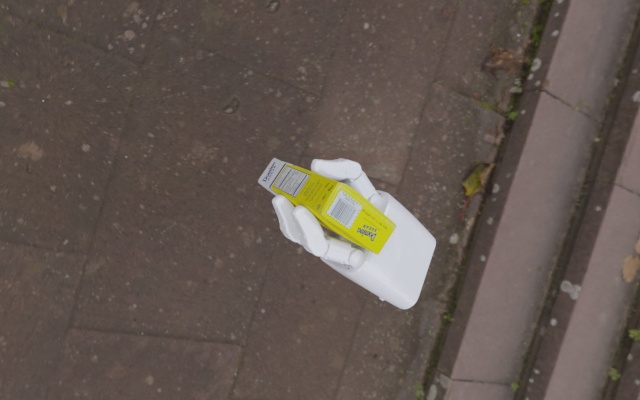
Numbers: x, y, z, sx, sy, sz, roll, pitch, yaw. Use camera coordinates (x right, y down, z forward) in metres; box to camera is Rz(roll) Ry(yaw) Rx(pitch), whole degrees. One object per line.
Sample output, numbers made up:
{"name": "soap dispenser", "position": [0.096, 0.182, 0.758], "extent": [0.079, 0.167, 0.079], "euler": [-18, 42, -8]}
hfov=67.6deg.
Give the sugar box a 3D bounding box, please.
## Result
{"name": "sugar box", "position": [0.000, 0.002, 0.567], "extent": [0.093, 0.048, 0.176], "euler": [37, -9, -30]}
